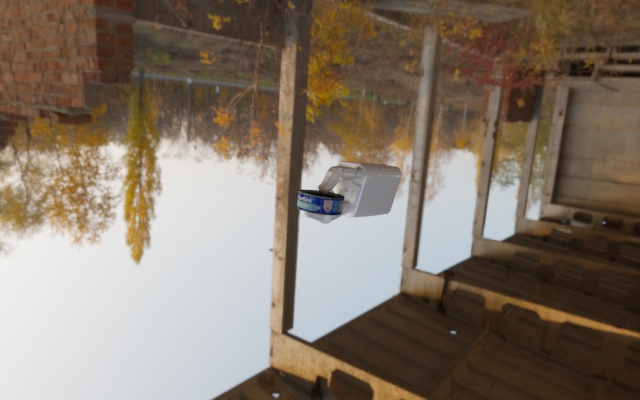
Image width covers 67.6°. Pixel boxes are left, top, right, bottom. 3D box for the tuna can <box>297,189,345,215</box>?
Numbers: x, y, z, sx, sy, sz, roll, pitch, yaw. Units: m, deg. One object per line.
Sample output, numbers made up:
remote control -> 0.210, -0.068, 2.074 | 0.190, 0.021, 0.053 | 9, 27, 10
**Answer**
tuna can -> 0.000, 0.003, 0.881 | 0.086, 0.034, 0.086 | 8, 8, -1
